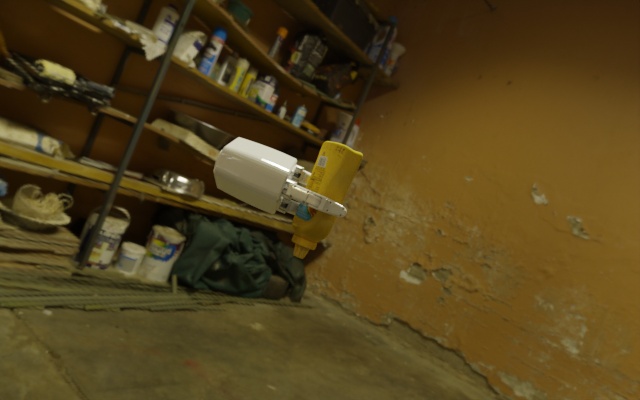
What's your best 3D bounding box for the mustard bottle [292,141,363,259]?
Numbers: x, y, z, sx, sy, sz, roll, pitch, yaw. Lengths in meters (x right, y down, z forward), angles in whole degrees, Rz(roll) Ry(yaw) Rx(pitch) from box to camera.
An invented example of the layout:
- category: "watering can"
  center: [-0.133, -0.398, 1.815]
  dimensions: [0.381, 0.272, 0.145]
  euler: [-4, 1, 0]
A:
- category: "mustard bottle"
  center: [0.001, 0.002, 0.767]
  dimensions: [0.058, 0.191, 0.096]
  euler: [22, 1, -26]
